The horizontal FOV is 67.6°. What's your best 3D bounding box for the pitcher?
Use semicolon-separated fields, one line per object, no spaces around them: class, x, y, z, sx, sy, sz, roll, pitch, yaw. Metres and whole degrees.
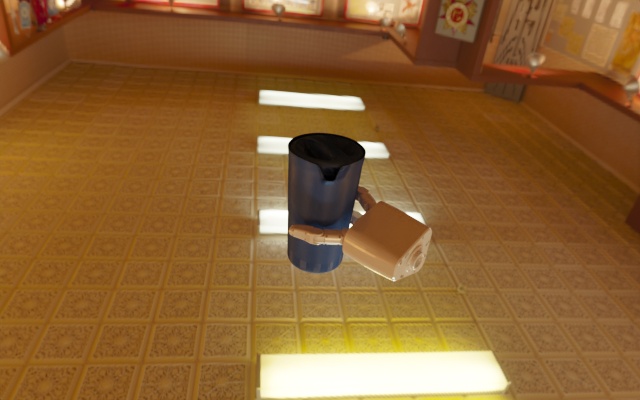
pitcher;0.000;0.003;0.875;0.145;0.243;0.149;27;36;31
